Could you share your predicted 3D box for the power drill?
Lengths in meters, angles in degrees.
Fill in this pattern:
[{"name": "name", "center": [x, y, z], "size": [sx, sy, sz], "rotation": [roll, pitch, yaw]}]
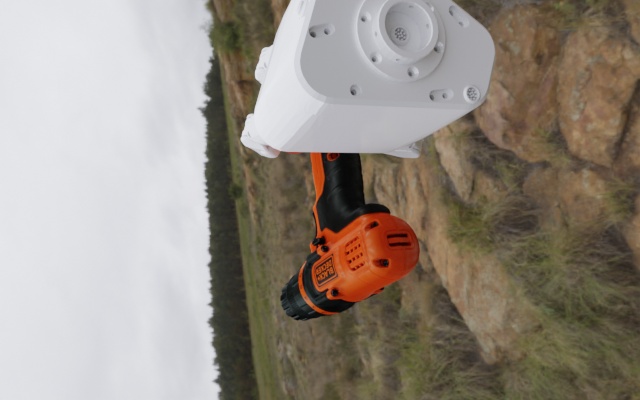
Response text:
[{"name": "power drill", "center": [0.000, 0.001, 0.410], "size": [0.057, 0.187, 0.184], "rotation": [-2, -22, -31]}]
